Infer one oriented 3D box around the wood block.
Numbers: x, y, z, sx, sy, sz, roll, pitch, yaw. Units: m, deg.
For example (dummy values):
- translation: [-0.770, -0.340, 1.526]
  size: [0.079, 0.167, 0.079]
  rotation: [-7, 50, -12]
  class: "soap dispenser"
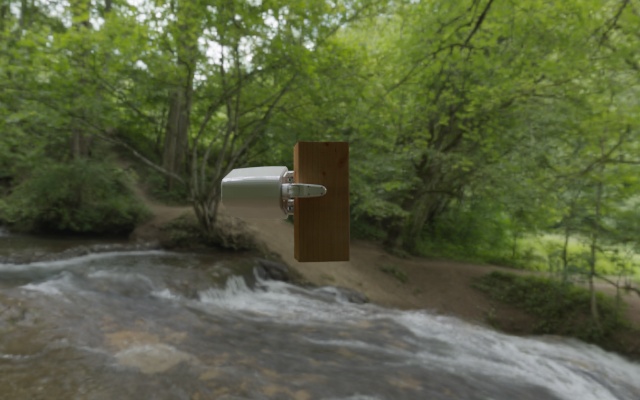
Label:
- translation: [0.000, 0.003, 0.854]
  size: [0.090, 0.206, 0.091]
  rotation: [0, -1, -9]
  class: "wood block"
